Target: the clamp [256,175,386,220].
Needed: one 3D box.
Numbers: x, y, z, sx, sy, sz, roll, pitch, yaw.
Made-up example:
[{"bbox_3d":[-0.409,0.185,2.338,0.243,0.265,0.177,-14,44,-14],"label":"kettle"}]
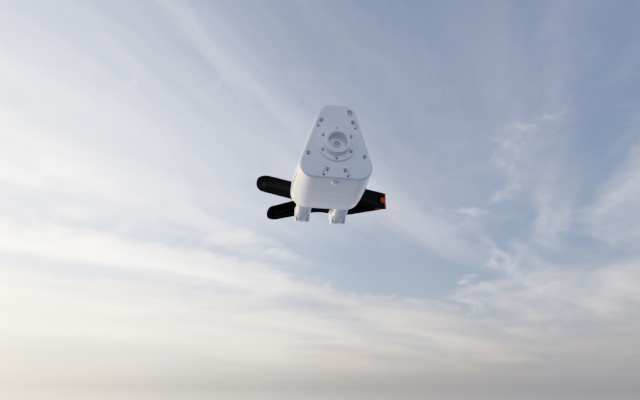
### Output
[{"bbox_3d":[0.001,0.002,0.787,0.210,0.036,0.165,3,-18,-7],"label":"clamp"}]
